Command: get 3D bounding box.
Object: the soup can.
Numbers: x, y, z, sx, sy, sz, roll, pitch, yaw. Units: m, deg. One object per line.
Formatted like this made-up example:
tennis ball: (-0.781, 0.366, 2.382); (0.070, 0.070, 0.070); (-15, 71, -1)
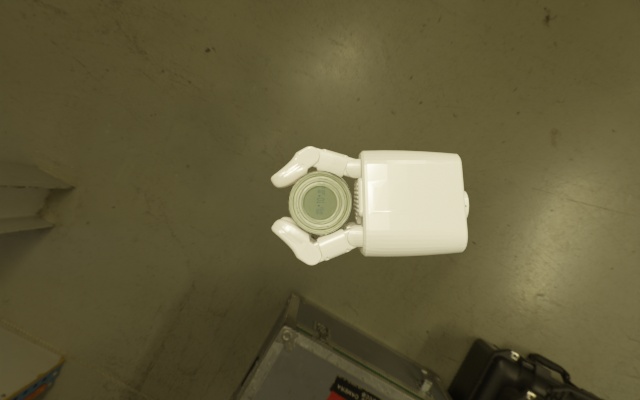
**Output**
soup can: (0.000, 0.002, 0.533); (0.068, 0.068, 0.102); (0, 1, 0)
